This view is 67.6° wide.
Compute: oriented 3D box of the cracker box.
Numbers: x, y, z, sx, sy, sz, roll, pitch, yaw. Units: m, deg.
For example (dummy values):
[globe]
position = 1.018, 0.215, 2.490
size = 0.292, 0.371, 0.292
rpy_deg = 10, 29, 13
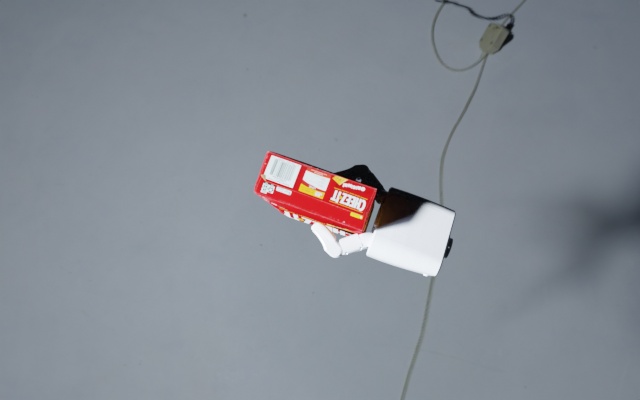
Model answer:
[cracker box]
position = 0.000, 0.002, 0.751
size = 0.164, 0.072, 0.214
rpy_deg = 19, -7, 7
